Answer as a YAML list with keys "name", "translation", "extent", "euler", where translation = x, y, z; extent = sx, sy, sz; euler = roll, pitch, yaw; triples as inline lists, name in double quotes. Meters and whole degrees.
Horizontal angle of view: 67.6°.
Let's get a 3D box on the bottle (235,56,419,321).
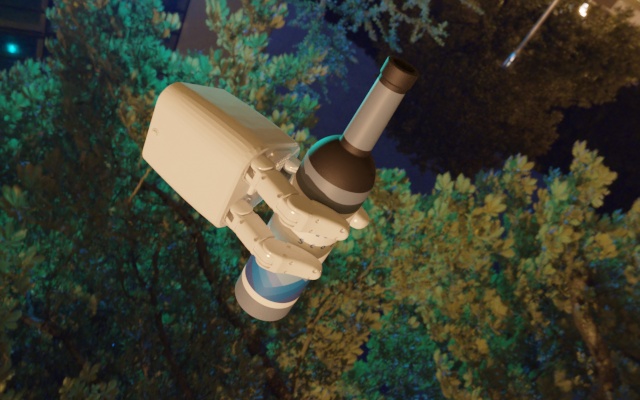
- name: "bottle"
  translation: [0.000, 0.002, 0.444]
  extent: [0.069, 0.296, 0.069]
  euler: [20, 36, -16]
